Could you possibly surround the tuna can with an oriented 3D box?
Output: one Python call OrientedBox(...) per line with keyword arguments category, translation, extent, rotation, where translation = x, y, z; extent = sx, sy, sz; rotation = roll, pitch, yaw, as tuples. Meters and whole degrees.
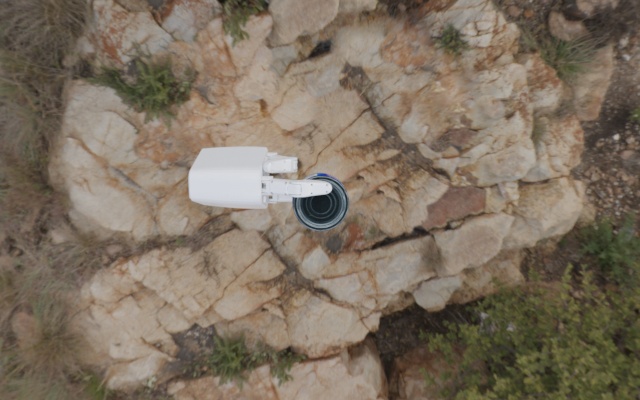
OrientedBox(category="tuna can", translation=(0.000, 0.002, 0.719), extent=(0.086, 0.086, 0.033), rotation=(0, 9, -3))
